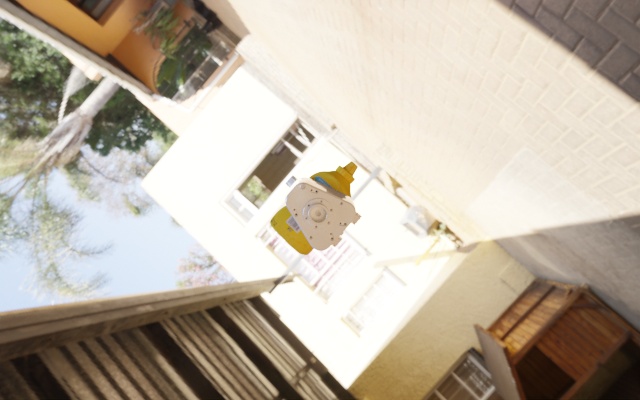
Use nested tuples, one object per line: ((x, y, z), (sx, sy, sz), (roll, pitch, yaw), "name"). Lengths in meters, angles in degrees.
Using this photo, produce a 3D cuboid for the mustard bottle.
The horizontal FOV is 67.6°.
((0.000, 0.003, 0.892), (0.096, 0.191, 0.058), (43, 4, 21), "mustard bottle")
